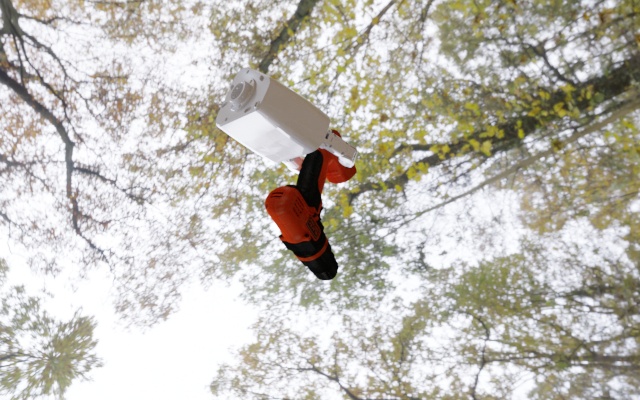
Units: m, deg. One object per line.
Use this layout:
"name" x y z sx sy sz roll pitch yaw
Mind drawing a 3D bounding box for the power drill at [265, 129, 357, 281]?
"power drill" 0.000 0.002 0.705 0.057 0.187 0.185 -2 -42 27
